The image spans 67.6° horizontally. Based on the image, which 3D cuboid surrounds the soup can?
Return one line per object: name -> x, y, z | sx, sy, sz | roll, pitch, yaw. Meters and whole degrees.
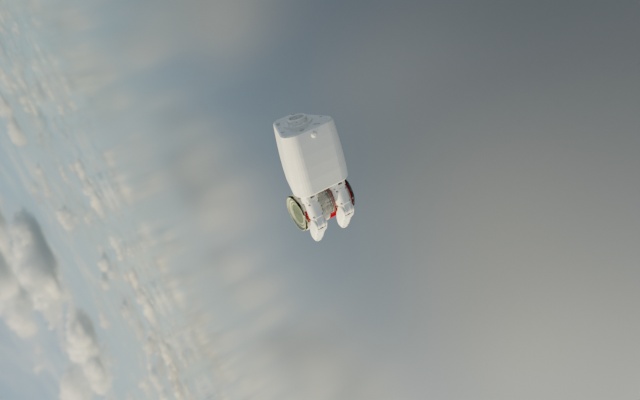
soup can -> 0.000, 0.003, 0.840 | 0.102, 0.068, 0.068 | -26, 10, -21
